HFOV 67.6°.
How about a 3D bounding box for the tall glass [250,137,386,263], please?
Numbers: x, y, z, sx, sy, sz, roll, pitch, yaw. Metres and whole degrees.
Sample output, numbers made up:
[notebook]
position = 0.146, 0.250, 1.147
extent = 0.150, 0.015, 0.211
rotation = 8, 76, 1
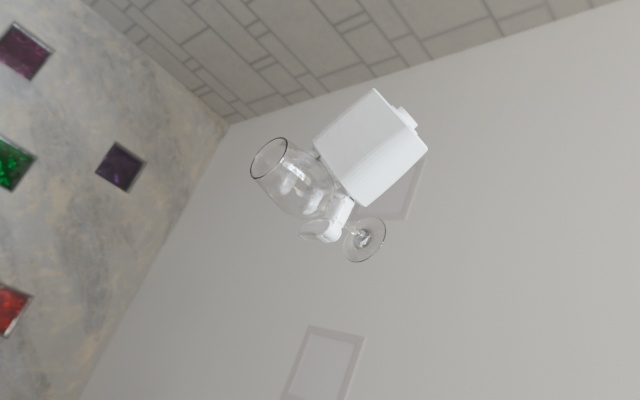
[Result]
[tall glass]
position = 0.000, 0.003, 0.625
extent = 0.079, 0.079, 0.201
rotation = 0, -32, 48
